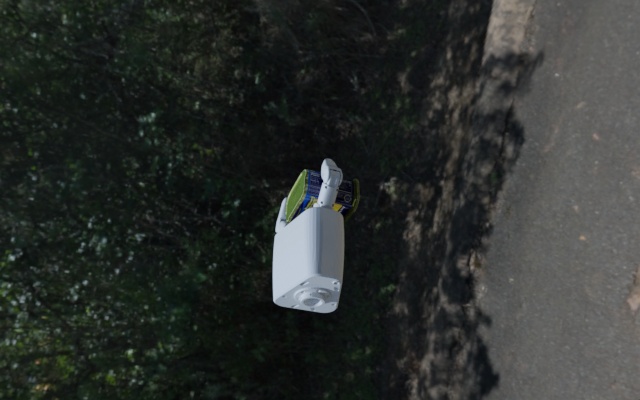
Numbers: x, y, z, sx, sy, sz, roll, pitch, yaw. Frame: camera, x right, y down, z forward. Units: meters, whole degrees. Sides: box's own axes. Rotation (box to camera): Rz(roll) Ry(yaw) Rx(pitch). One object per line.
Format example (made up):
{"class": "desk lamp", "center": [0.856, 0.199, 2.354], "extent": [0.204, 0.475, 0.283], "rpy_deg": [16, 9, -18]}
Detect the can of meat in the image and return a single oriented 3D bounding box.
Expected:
{"class": "can of meat", "center": [0.000, 0.002, 0.722], "extent": [0.084, 0.057, 0.102], "rpy_deg": [13, -36, -16]}
